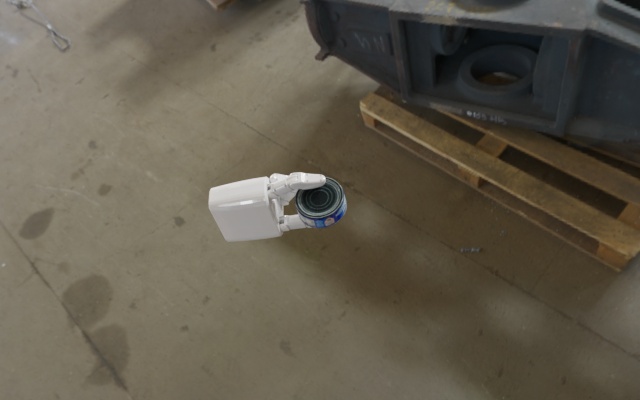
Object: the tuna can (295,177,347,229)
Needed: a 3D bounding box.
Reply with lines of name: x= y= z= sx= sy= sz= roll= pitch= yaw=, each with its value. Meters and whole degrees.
tuna can: x=0.000 y=0.002 z=0.807 sx=0.086 sy=0.086 sz=0.034 roll=0 pitch=-33 yaw=11
